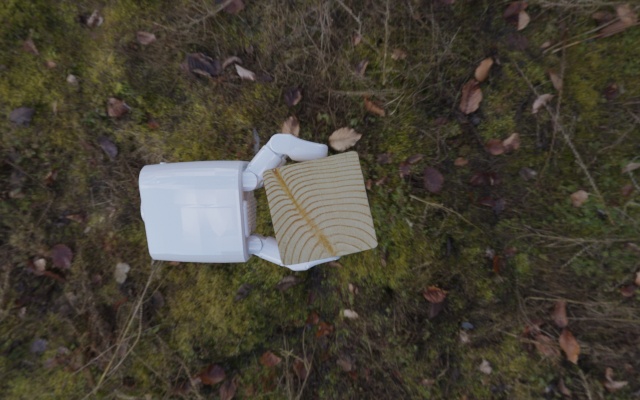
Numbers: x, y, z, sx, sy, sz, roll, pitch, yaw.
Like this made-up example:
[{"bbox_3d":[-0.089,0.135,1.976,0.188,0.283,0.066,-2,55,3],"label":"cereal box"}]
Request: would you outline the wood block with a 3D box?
[{"bbox_3d":[0.000,0.002,0.527,0.090,0.091,0.206,-12,4,1],"label":"wood block"}]
